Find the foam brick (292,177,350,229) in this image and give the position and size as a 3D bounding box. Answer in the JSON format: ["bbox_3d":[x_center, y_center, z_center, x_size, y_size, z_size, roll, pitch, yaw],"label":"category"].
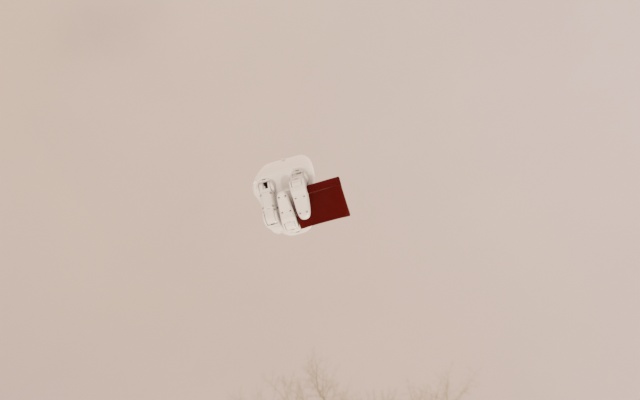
[{"bbox_3d":[0.000,0.002,0.726,0.078,0.053,0.051,-15,16,4],"label":"foam brick"}]
